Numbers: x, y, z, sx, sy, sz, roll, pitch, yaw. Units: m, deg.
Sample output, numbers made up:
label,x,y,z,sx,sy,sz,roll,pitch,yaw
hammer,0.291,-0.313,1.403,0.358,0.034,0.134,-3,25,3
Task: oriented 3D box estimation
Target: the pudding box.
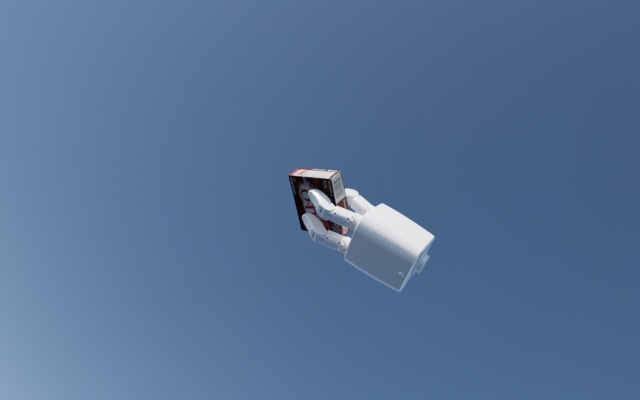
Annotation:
label,x,y,z,sx,sy,sz,roll,pitch,yaw
pudding box,0.000,0.003,0.815,0.090,0.113,0.039,6,29,35
